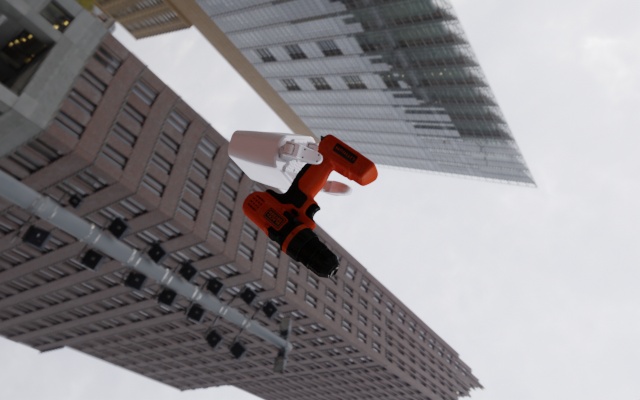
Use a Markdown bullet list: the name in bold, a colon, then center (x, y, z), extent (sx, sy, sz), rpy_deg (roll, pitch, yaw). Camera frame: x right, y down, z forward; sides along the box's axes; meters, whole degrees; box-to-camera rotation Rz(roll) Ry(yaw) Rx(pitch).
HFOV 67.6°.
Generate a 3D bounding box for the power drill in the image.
- **power drill**: center (0.000, 0.002, 0.722), extent (0.184, 0.187, 0.057), rpy_deg (38, -15, 22)
